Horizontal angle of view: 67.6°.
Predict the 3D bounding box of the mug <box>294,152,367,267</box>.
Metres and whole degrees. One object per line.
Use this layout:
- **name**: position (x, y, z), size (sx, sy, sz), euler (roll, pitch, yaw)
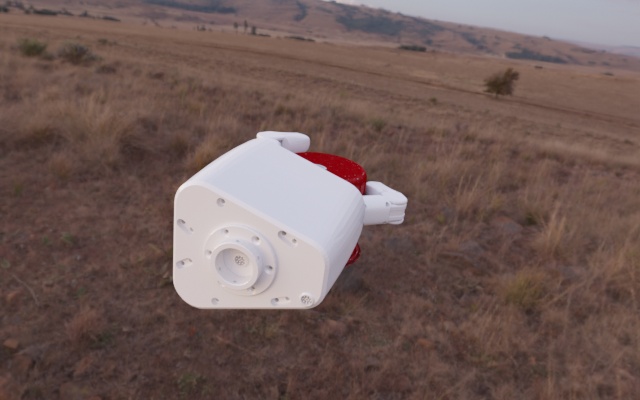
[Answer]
- **mug**: position (0.001, 0.001, 0.449), size (0.093, 0.081, 0.117), euler (13, 23, 12)
